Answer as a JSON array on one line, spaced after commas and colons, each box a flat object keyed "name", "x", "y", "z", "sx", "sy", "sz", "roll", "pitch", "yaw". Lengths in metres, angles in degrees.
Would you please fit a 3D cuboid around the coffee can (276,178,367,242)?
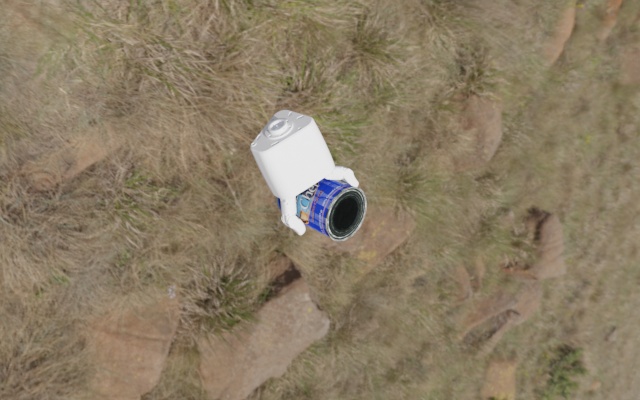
[{"name": "coffee can", "x": 0.000, "y": 0.003, "z": 0.885, "sx": 0.103, "sy": 0.103, "sz": 0.140, "roll": 0, "pitch": 18, "yaw": -46}]
